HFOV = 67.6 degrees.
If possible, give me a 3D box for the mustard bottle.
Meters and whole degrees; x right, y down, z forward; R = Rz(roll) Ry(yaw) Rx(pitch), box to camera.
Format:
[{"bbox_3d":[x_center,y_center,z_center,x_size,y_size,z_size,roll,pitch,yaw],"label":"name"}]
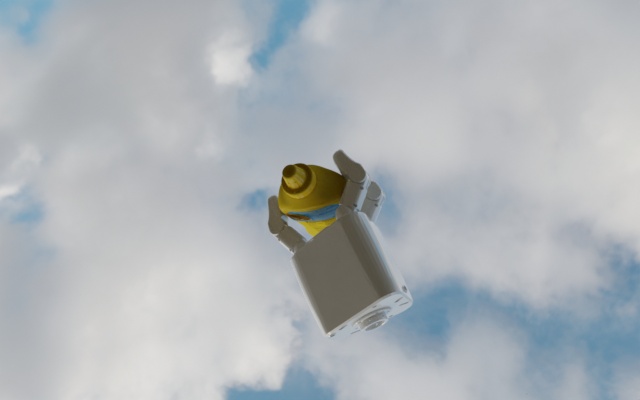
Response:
[{"bbox_3d":[0.000,0.002,0.613,0.096,0.058,0.192,-8,-23,20],"label":"mustard bottle"}]
